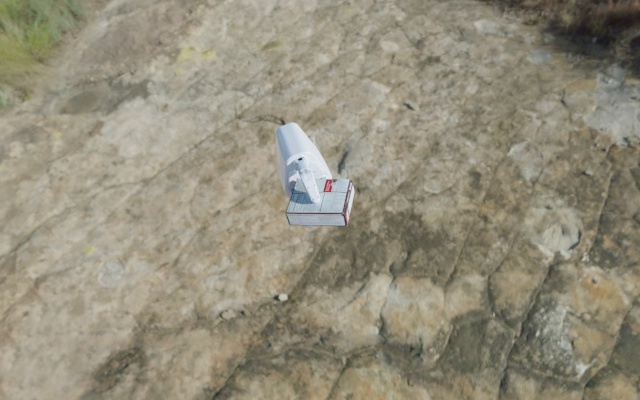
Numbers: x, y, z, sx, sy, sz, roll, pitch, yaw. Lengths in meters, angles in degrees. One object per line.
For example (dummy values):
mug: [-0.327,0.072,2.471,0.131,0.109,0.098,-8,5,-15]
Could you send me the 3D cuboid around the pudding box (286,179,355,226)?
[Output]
pudding box: [0.000,0.003,0.883,0.113,0.090,0.039,-1,-42,18]
